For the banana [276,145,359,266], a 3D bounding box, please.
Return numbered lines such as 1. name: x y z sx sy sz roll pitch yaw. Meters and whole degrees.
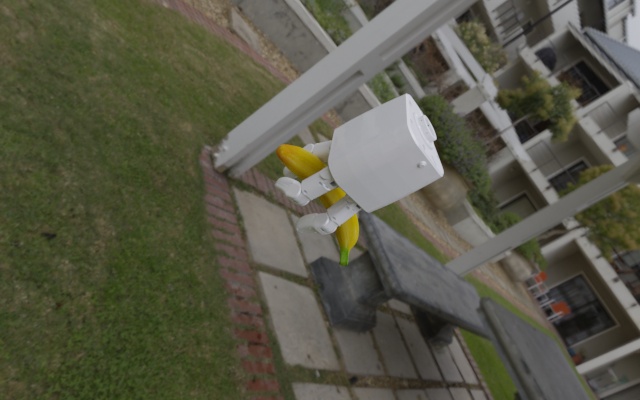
1. banana: 0.007 -0.006 0.653 0.037 0.198 0.069 -17 26 30
